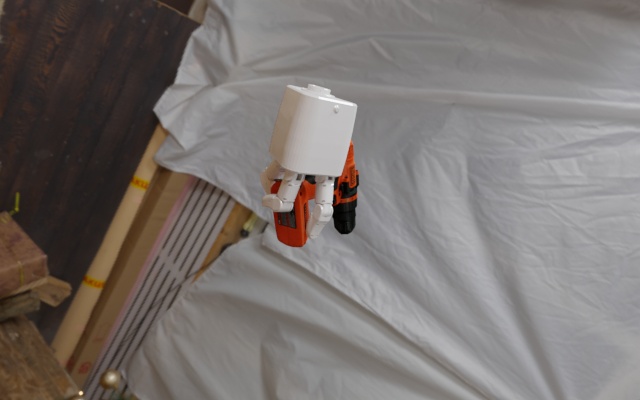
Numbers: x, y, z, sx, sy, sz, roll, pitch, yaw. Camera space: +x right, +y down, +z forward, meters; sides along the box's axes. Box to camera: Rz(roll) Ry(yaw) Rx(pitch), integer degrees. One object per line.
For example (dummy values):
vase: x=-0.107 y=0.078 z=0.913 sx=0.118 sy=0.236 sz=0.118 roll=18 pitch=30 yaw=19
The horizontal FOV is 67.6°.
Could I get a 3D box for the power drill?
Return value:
power drill: x=0.000 y=0.003 z=0.786 sx=0.057 sy=0.184 sz=0.187 roll=9 pitch=28 yaw=32
